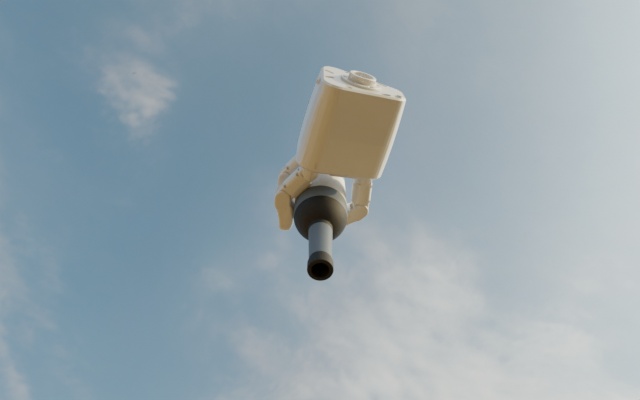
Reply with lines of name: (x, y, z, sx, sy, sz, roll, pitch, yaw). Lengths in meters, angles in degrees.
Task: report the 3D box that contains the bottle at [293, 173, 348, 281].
bottle: (0.000, 0.002, 0.616, 0.069, 0.069, 0.295, 0, 28, 0)
